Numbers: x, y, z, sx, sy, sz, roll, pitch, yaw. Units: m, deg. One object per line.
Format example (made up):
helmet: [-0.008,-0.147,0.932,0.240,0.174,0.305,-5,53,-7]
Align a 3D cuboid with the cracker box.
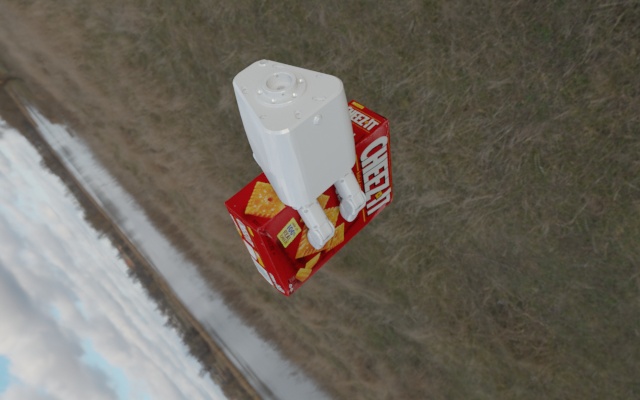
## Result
cracker box: [0.000,0.002,0.611,0.072,0.213,0.164,37,-24,31]
